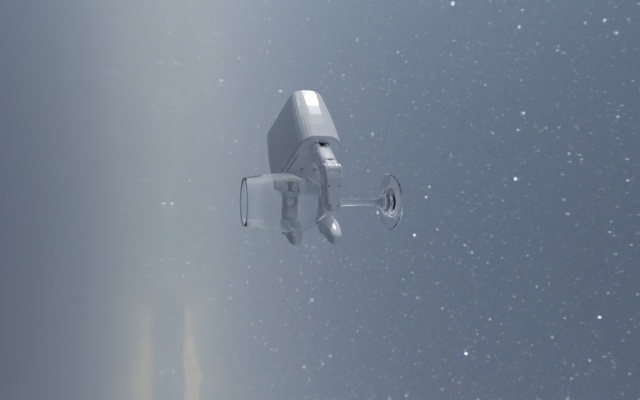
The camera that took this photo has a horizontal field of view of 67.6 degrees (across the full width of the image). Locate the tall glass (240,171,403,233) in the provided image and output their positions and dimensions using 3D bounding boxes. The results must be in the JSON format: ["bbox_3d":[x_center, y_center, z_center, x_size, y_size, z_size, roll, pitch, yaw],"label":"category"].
[{"bbox_3d":[0.001,0.002,0.618,0.201,0.079,0.079,0,0,-18],"label":"tall glass"}]
